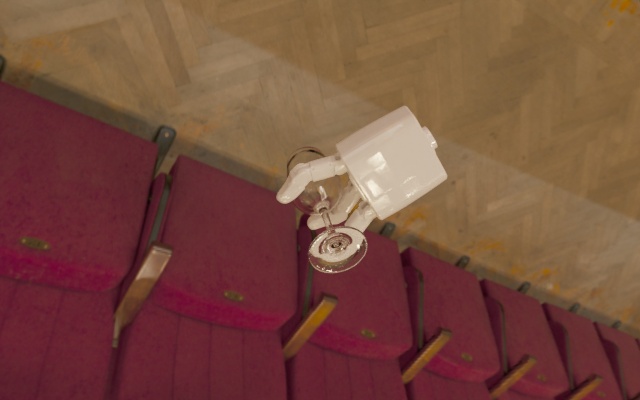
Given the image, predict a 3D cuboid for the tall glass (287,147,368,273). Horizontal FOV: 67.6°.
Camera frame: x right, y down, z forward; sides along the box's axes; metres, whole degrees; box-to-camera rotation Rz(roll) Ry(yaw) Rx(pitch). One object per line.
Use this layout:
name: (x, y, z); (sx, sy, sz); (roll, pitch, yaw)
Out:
tall glass: (0.000, 0.003, 0.652); (0.079, 0.079, 0.201); (0, 36, -16)
